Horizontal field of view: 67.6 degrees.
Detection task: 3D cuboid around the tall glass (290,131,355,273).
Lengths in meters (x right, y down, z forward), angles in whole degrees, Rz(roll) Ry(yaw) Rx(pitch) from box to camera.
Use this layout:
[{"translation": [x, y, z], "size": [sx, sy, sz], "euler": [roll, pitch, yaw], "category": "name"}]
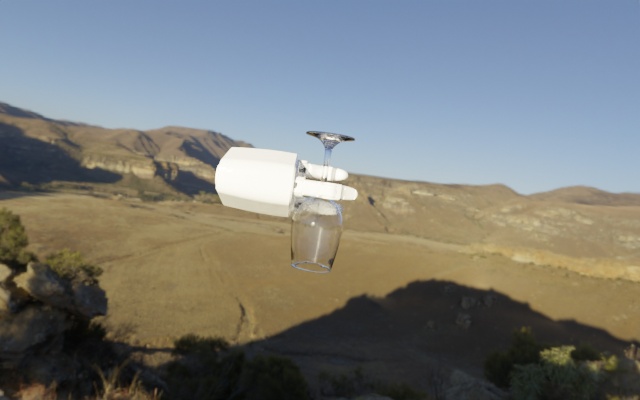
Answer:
[{"translation": [0.000, 0.002, 0.711], "size": [0.079, 0.201, 0.079], "euler": [8, 2, 0], "category": "tall glass"}]
